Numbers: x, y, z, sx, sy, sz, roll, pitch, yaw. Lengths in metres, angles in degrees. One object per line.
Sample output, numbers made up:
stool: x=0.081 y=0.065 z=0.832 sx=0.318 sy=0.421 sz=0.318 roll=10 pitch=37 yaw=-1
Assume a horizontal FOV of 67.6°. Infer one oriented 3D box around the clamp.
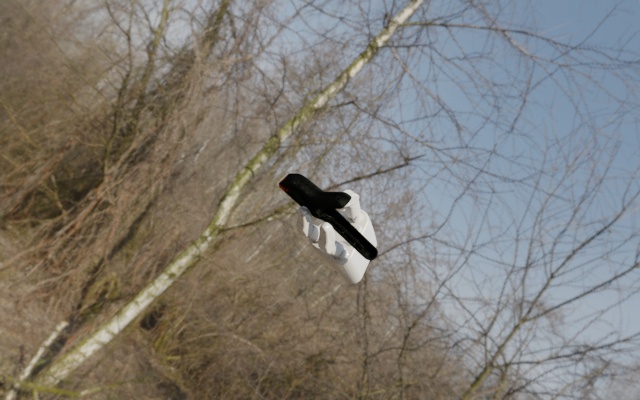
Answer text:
clamp: x=0.000 y=0.002 z=0.780 sx=0.210 sy=0.036 sz=0.165 roll=36 pitch=-18 yaw=33
